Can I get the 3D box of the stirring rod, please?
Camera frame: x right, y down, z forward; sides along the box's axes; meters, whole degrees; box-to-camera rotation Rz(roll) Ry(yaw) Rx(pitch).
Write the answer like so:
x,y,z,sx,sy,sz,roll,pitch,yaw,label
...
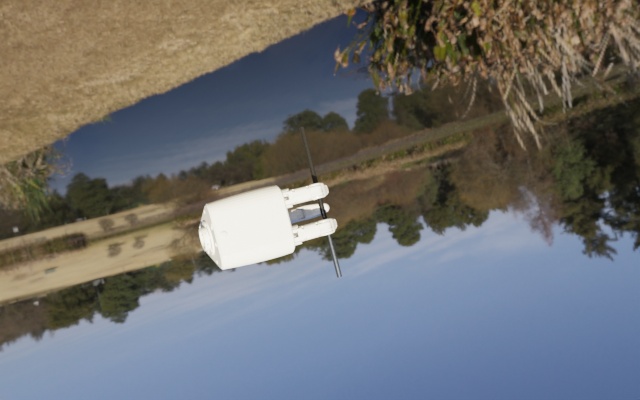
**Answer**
x,y,z,sx,sy,sz,roll,pitch,yaw,label
0.000,0.002,0.745,0.011,0.239,0.011,-14,0,0,stirring rod
